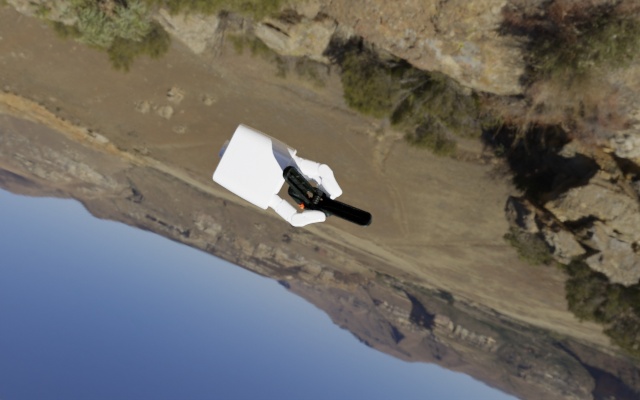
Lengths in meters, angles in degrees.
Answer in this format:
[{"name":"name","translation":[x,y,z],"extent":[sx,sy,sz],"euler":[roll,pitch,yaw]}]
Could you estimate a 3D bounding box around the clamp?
[{"name":"clamp","translation":[-0.001,0.003,0.841],"extent":[0.164,0.036,0.210],"euler":[31,-9,-4]}]
